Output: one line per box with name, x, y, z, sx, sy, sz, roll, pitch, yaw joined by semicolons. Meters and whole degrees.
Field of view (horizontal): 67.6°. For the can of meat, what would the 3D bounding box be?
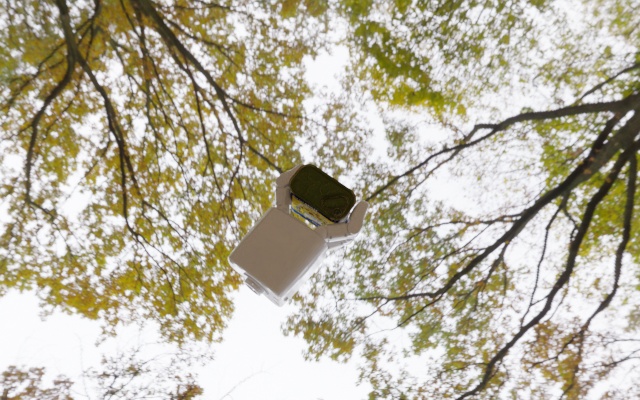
can of meat;0.000;0.002;0.749;0.102;0.057;0.084;34;-22;10
